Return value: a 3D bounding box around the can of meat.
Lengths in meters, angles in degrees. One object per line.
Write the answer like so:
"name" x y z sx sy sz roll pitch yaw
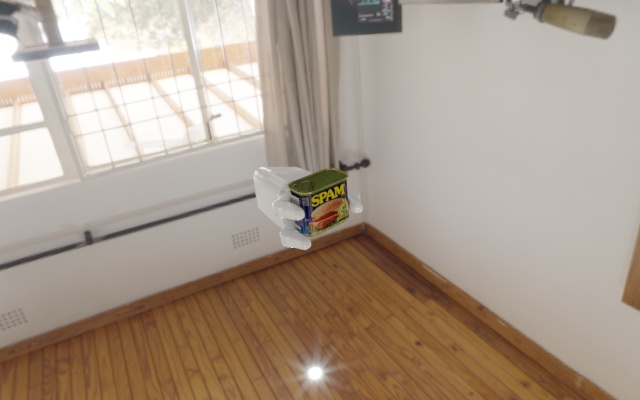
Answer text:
"can of meat" 0.000 0.003 0.803 0.102 0.084 0.057 -23 32 -31
